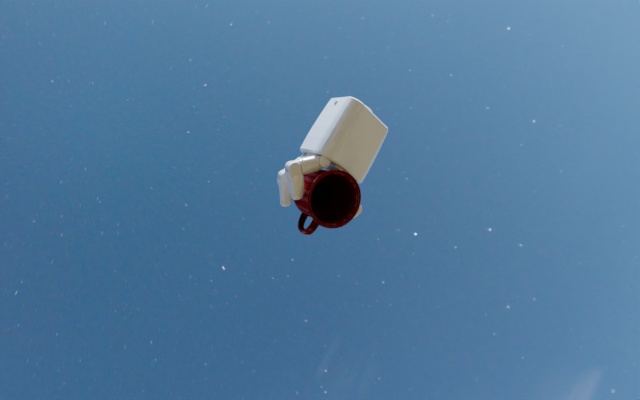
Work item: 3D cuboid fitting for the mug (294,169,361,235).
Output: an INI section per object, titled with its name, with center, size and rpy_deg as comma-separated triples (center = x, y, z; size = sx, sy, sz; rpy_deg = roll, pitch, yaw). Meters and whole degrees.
[mug]
center = -0.001, 0.004, 0.775
size = 0.093, 0.117, 0.081
rpy_deg = 31, -4, -26
